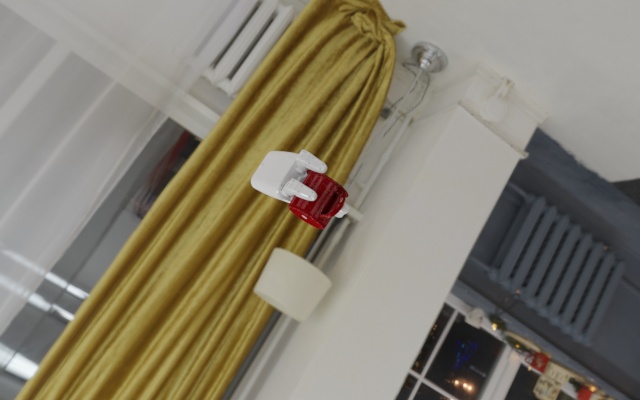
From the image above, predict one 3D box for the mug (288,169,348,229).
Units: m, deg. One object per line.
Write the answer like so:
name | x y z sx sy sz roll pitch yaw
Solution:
mug | 0.001 0.003 0.890 0.117 0.081 0.093 18 -18 50
